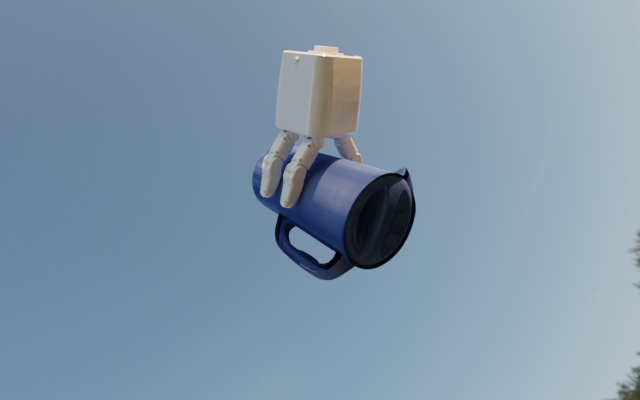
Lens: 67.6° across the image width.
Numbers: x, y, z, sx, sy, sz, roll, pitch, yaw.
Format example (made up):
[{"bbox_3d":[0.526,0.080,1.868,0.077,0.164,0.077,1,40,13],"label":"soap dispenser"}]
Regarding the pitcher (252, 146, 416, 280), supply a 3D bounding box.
[{"bbox_3d":[0.000,0.002,0.690,0.149,0.145,0.242,-12,24,-39],"label":"pitcher"}]
